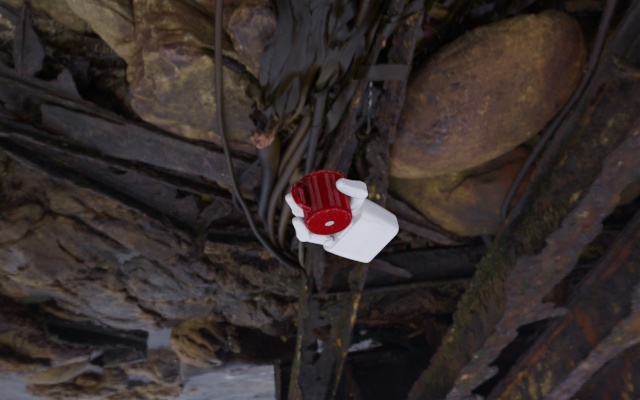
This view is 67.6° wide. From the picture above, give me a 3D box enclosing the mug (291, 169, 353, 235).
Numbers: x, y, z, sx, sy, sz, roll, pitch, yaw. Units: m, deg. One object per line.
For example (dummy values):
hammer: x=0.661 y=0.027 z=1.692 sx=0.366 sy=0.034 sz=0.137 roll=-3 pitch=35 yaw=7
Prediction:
mug: x=-0.001 y=0.002 z=0.815 sx=0.117 sy=0.081 sz=0.093 roll=22 pitch=-48 yaw=-37
